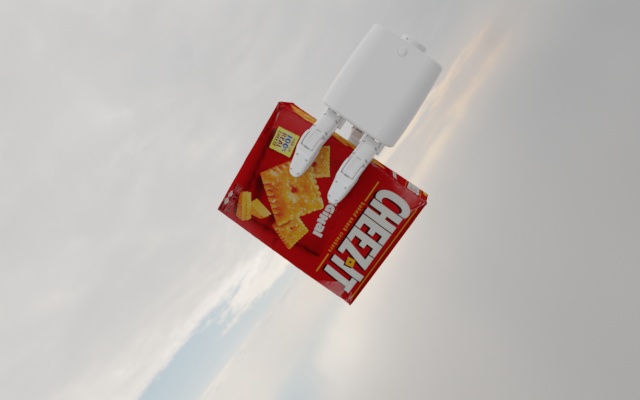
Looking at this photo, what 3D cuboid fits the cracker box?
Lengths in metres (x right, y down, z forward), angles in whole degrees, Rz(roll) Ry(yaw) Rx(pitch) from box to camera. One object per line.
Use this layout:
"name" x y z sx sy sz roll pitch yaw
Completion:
"cracker box" 0.000 0.002 0.602 0.213 0.164 0.072 35 16 5
